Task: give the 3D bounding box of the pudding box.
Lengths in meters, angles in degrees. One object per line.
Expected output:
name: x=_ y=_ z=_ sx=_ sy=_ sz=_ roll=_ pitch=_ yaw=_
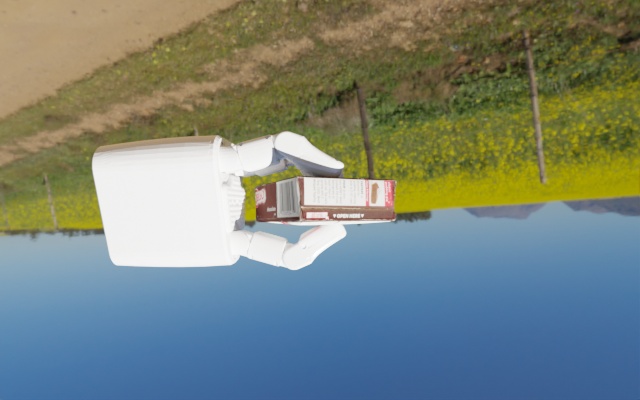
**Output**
pudding box: x=0.000 y=0.002 z=0.425 sx=0.090 sy=0.039 sz=0.113 roll=0 pitch=-1 yaw=-25
